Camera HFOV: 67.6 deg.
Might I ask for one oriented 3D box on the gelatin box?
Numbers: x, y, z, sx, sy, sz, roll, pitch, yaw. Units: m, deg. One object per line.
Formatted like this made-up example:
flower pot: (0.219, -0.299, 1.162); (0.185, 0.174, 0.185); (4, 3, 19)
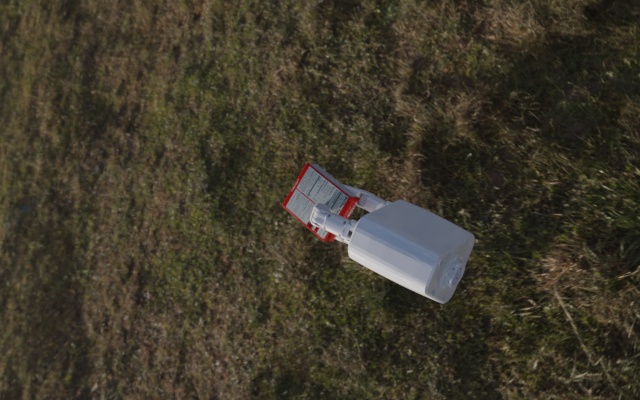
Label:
gelatin box: (0.000, 0.002, 0.655); (0.089, 0.073, 0.030); (39, 18, 25)
